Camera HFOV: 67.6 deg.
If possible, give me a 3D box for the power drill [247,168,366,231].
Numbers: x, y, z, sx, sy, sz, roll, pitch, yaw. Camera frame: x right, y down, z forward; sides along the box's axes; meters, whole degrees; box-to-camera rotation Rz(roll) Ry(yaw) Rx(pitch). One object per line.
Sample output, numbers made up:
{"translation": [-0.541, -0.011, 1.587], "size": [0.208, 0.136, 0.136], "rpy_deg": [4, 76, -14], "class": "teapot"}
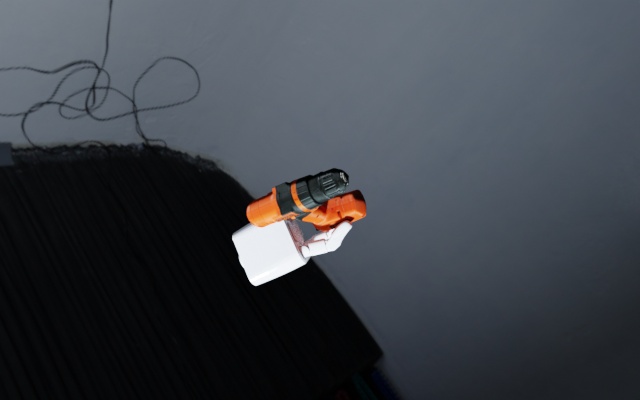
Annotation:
{"translation": [0.000, 0.003, 0.788], "size": [0.184, 0.057, 0.188], "rpy_deg": [-20, -19, 30], "class": "power drill"}
